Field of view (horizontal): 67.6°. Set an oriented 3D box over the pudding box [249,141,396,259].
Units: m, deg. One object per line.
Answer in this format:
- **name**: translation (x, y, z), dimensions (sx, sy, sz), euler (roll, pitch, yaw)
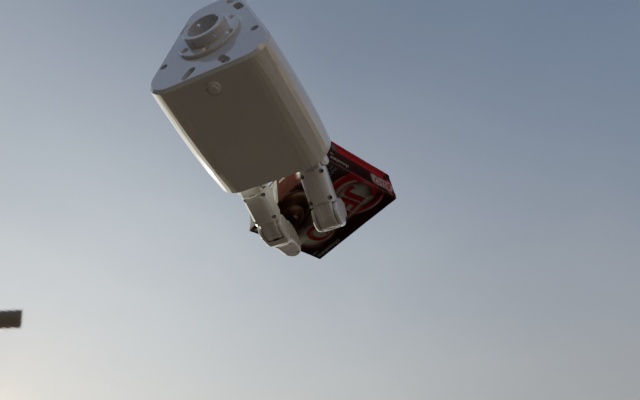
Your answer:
- **pudding box**: translation (0.000, 0.001, 0.453), dimensions (0.090, 0.039, 0.113), euler (27, -52, -32)
